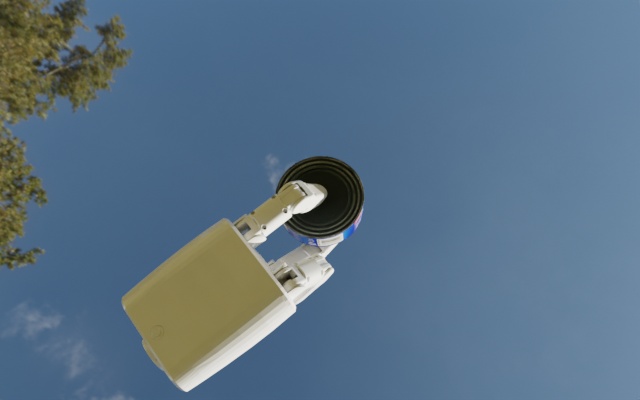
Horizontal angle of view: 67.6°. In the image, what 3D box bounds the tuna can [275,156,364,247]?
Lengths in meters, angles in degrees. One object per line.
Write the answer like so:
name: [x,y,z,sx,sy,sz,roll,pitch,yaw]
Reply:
tuna can: [0.000,0.002,0.471,0.086,0.086,0.034,0,-22,4]
